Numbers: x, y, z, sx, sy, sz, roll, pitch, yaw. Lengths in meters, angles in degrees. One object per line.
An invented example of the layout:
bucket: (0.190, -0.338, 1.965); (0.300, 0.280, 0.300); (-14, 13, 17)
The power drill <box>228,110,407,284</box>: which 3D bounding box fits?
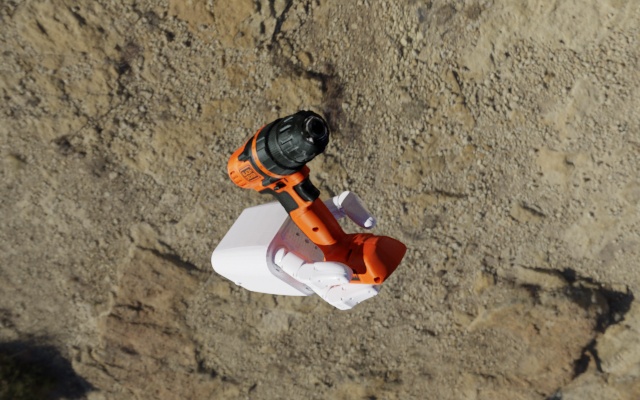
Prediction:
power drill: (0.000, 0.002, 0.476); (0.057, 0.188, 0.184); (-47, 15, -23)
